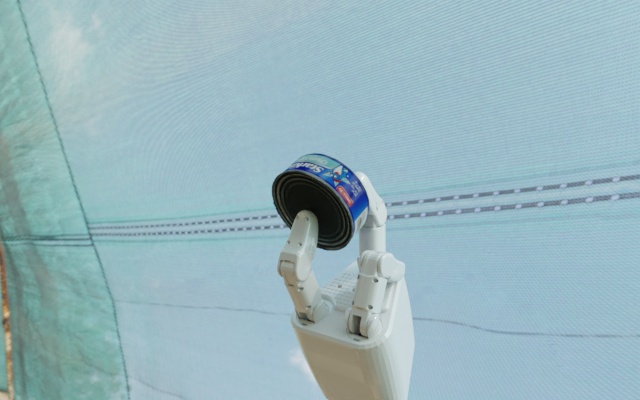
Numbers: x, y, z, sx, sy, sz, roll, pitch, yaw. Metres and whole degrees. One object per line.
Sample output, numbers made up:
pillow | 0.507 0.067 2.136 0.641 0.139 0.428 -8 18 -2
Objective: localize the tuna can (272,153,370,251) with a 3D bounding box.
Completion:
tuna can | 0.000 0.001 0.426 0.086 0.086 0.033 0 35 42
